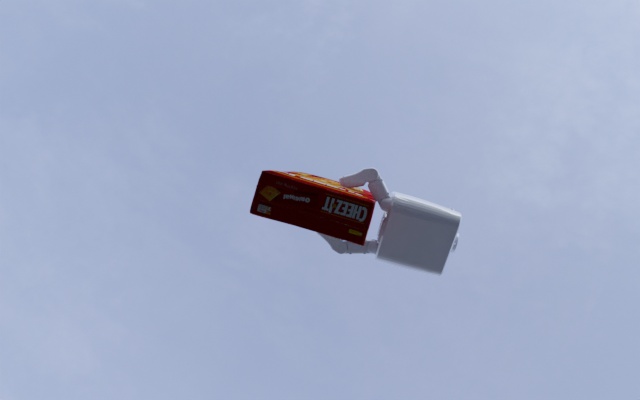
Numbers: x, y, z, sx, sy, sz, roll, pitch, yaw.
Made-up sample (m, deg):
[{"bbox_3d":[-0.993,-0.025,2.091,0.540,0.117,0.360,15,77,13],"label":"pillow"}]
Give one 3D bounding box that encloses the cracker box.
[{"bbox_3d":[0.000,0.003,0.744,0.164,0.072,0.213,15,4,5],"label":"cracker box"}]
